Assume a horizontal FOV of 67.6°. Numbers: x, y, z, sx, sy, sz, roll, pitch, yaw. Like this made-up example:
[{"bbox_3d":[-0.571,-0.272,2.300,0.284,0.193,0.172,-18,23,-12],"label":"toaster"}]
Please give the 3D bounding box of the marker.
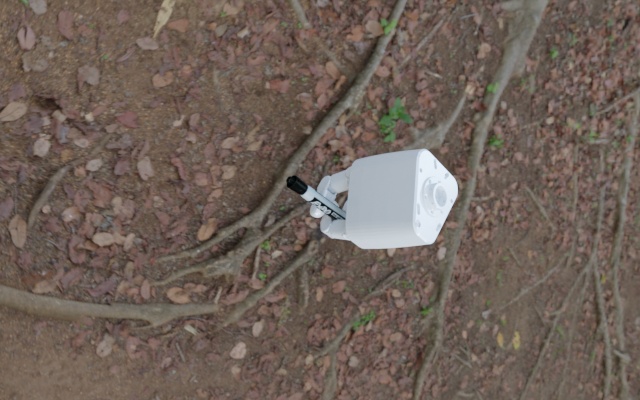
[{"bbox_3d":[0.000,0.002,0.635,0.121,0.020,0.020,36,-23,-34],"label":"marker"}]
